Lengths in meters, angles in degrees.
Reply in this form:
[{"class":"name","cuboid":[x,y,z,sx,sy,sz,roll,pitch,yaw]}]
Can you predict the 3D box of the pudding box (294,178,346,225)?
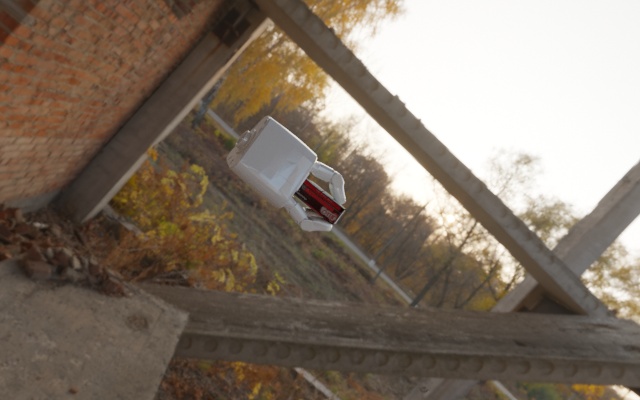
[{"class":"pudding box","cuboid":[0.000,0.003,0.846,0.090,0.039,0.113,39,3,5]}]
